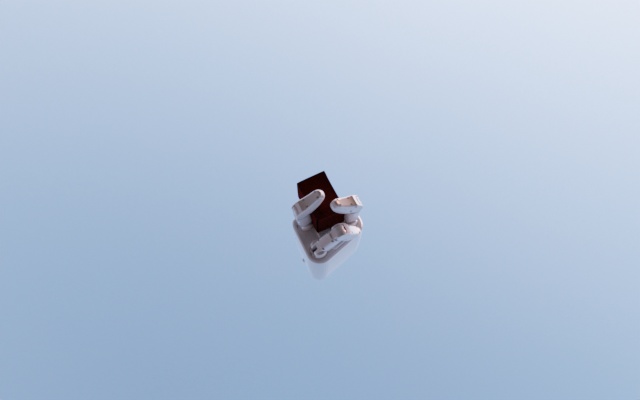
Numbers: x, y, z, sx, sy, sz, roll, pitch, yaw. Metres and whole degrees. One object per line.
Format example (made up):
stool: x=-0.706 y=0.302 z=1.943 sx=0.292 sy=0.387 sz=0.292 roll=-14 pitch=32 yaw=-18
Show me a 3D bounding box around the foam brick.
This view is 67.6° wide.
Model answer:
foam brick: x=0.000 y=0.002 z=0.787 sx=0.053 sy=0.078 sz=0.051 roll=-23 pitch=-25 yaw=-10
